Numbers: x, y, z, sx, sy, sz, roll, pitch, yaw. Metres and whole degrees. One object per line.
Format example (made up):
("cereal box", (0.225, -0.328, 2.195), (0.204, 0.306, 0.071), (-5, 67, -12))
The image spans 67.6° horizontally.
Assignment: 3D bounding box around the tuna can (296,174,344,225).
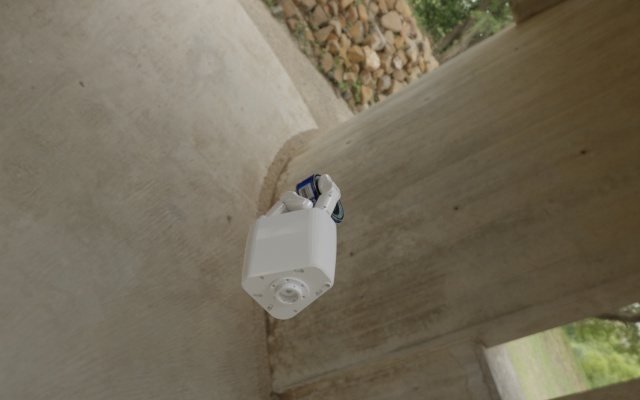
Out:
("tuna can", (0.001, 0.002, 0.733), (0.034, 0.086, 0.086), (-30, -11, 19))
